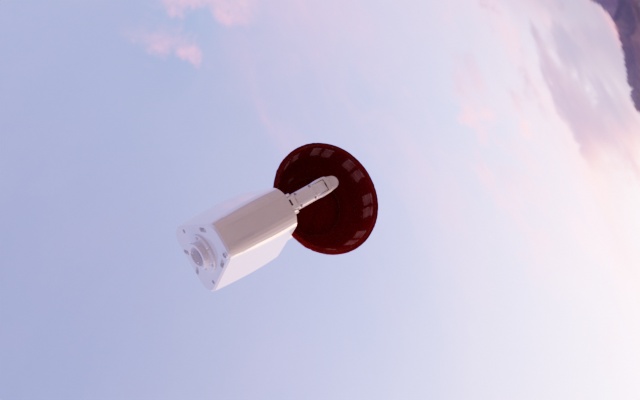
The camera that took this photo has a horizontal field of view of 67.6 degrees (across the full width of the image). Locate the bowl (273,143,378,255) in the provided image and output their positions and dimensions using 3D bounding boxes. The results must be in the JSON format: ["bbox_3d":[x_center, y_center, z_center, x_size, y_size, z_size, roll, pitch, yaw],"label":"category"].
[{"bbox_3d":[0.001,0.002,0.679,0.162,0.162,0.055,0,-16,-26],"label":"bowl"}]
